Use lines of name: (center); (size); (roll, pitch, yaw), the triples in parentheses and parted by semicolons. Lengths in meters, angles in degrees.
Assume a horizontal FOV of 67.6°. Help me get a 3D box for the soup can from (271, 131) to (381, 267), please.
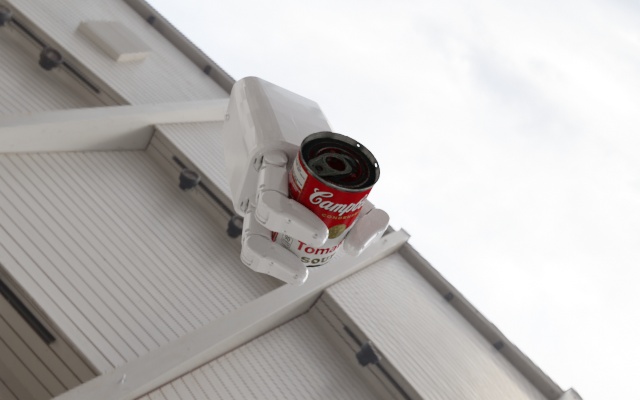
soup can: (0.000, 0.002, 0.410); (0.068, 0.068, 0.102); (0, -43, -26)
